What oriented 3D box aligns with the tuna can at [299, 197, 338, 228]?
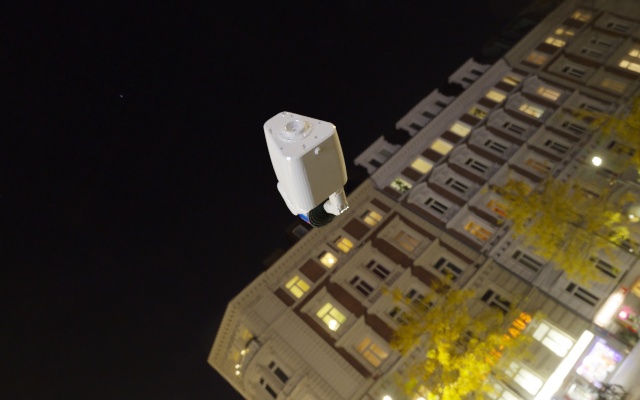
[{"bbox_3d":[0.000,0.003,0.840,0.086,0.086,0.033,0,25,-48],"label":"tuna can"}]
